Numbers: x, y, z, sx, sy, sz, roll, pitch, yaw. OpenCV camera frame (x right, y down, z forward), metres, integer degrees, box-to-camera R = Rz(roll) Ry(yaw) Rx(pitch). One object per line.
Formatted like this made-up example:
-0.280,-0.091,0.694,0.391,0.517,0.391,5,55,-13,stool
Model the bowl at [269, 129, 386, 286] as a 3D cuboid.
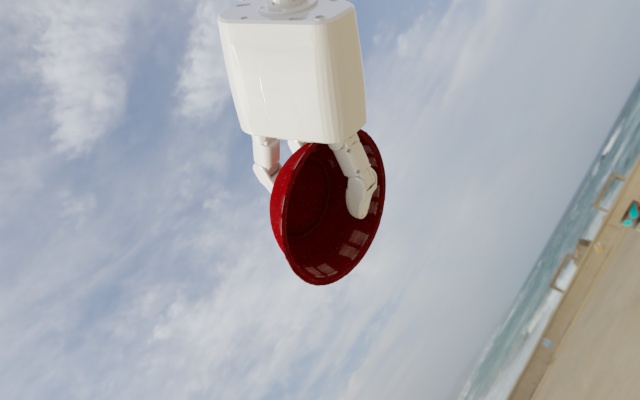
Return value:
0.000,0.003,0.490,0.055,0.162,0.162,14,9,39,bowl
